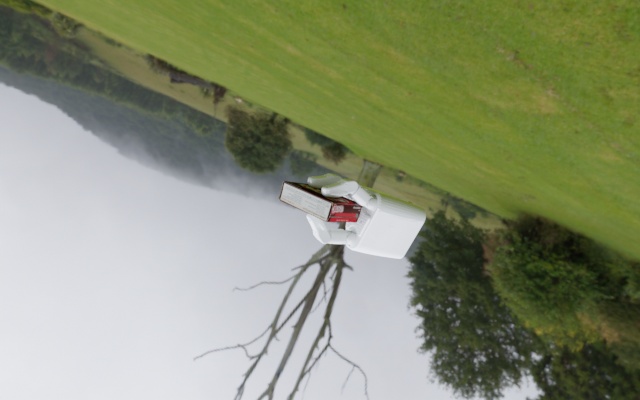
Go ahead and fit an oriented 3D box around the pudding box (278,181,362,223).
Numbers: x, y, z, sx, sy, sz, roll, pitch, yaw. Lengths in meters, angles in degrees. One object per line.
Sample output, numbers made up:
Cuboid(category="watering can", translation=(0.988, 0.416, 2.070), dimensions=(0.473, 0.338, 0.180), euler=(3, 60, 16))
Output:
Cuboid(category="pudding box", translation=(0.000, 0.003, 0.805), dimensions=(0.113, 0.039, 0.090), euler=(21, 9, 35))
